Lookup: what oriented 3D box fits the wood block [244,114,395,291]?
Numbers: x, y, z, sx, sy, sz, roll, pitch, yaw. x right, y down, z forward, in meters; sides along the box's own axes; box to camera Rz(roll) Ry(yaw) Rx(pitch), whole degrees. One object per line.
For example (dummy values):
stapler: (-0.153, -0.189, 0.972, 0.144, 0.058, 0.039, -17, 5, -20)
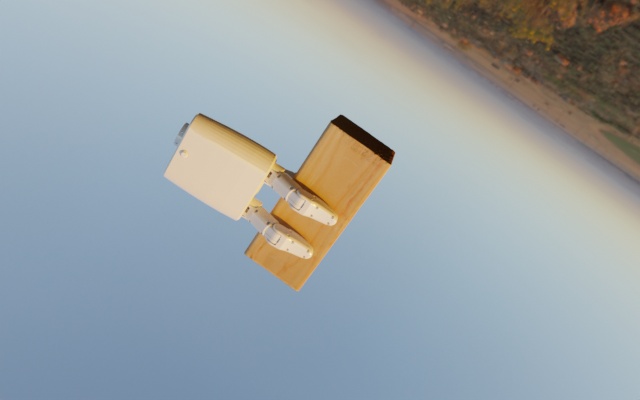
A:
wood block: (0.000, 0.002, 0.622, 0.090, 0.206, 0.090, 35, 20, 0)
